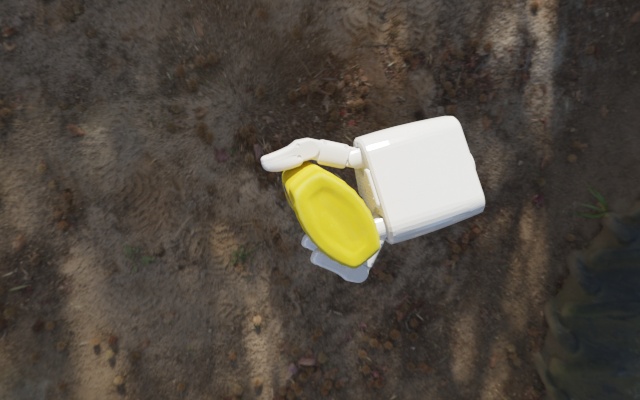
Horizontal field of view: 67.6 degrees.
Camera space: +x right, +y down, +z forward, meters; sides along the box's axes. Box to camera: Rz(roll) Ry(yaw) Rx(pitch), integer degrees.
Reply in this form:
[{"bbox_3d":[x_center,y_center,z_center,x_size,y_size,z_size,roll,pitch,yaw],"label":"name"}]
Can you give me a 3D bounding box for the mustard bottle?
[{"bbox_3d":[0.000,0.002,0.503,0.058,0.096,0.191,-40,14,-1],"label":"mustard bottle"}]
